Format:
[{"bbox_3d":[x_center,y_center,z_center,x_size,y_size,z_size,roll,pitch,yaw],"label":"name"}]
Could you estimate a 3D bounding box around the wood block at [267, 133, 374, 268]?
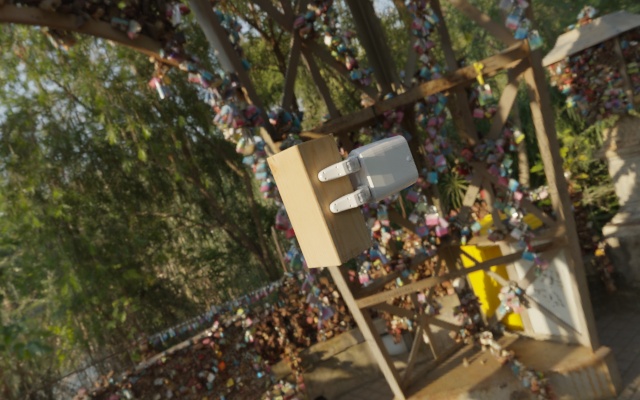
[{"bbox_3d":[0.000,0.002,0.824,0.090,0.206,0.091,-24,6,-38],"label":"wood block"}]
